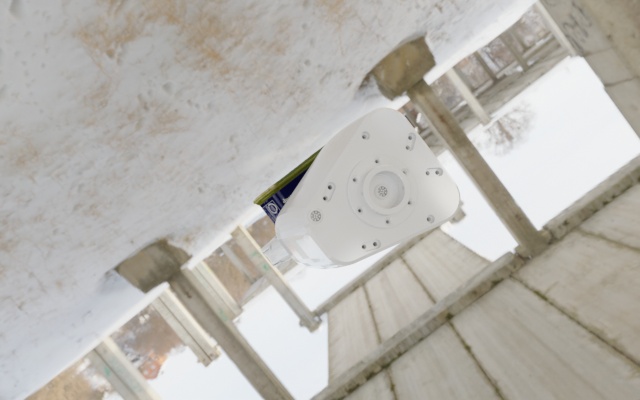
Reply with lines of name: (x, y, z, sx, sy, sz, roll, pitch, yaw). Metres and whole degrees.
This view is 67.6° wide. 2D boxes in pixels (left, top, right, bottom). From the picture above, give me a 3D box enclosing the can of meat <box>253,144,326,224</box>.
can of meat: (0.000, 0.002, 0.472, 0.102, 0.084, 0.057, -39, 3, -18)
